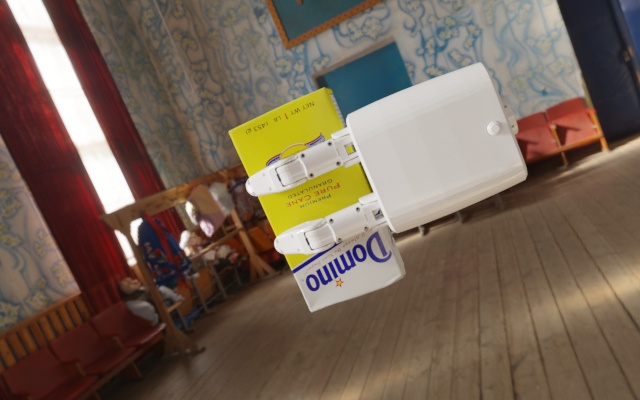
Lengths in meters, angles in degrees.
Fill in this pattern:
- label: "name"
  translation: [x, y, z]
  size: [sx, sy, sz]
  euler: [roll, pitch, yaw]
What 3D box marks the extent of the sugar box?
- label: "sugar box"
  translation: [0.000, 0.001, 0.420]
  size: [0.093, 0.176, 0.048]
  euler: [-23, 6, 11]
